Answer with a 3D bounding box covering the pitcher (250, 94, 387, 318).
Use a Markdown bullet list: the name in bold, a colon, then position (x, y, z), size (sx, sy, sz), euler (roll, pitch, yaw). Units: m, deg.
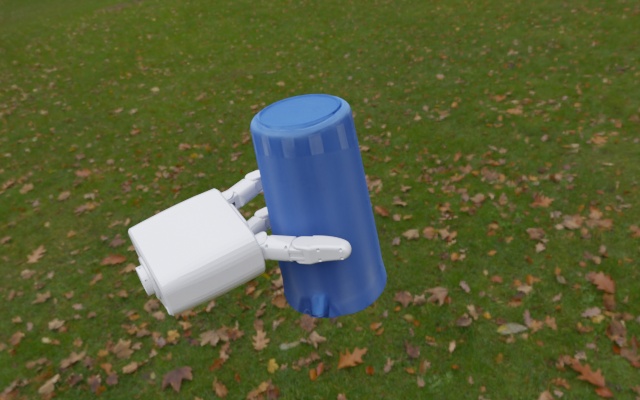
- **pitcher**: position (0.000, 0.002, 0.566), size (0.145, 0.243, 0.149), euler (-25, 33, -22)
